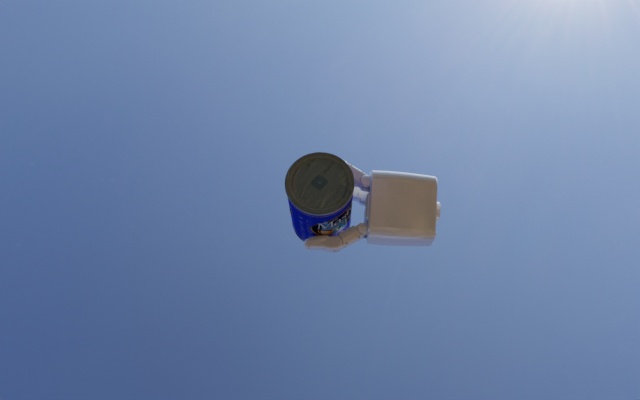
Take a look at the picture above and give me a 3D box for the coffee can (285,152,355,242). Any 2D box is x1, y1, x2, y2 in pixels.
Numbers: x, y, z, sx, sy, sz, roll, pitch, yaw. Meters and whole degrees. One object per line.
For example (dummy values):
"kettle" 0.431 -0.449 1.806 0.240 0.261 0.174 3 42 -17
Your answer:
"coffee can" 0.000 0.002 0.759 0.103 0.102 0.140 0 -25 1
